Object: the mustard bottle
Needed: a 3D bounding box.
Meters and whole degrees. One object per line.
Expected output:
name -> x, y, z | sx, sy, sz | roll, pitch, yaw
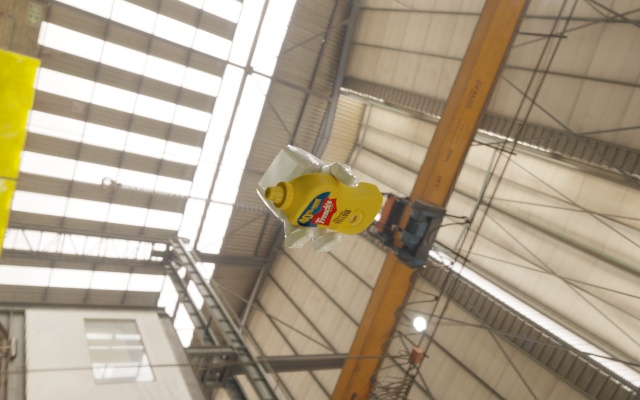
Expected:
mustard bottle -> 0.000, 0.003, 0.743 | 0.191, 0.058, 0.096 | 11, -48, -35
